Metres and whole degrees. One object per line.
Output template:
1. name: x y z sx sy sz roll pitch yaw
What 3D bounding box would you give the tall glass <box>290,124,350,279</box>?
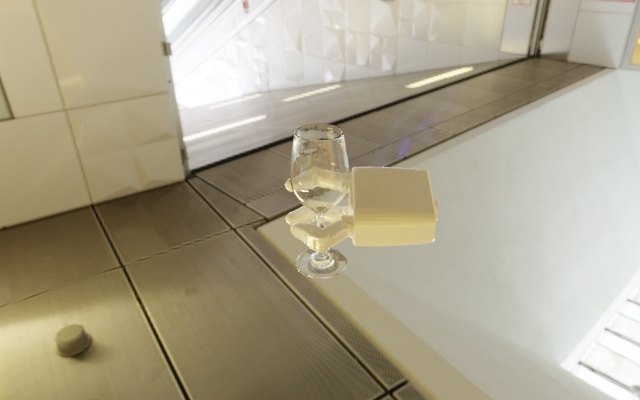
1. tall glass: 0.000 0.003 0.640 0.079 0.201 0.079 -1 29 1
